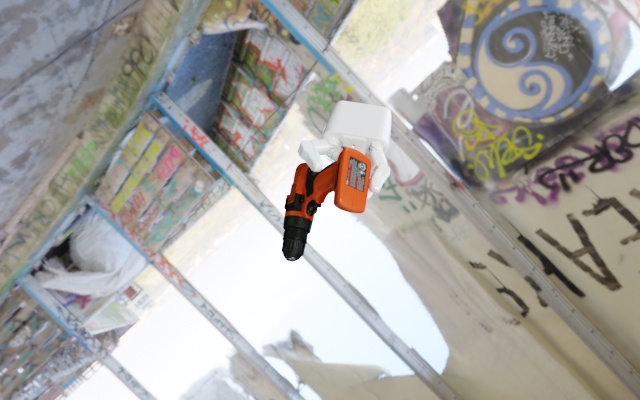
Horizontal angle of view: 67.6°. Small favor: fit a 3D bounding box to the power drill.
[{"bbox_3d":[0.000,0.002,0.791,0.057,0.184,0.188,21,-24,-30],"label":"power drill"}]
